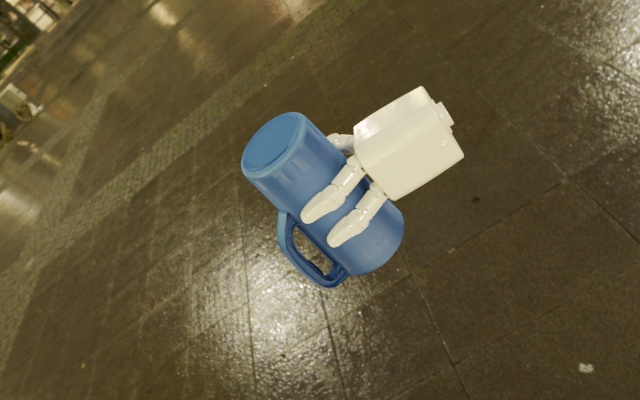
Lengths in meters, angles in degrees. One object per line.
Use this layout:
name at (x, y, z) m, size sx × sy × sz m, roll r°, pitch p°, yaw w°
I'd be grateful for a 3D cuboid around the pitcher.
pitcher at (0.000, 0.002, 0.667) m, size 0.145 × 0.149 × 0.243 m, roll -30°, pitch -51°, yaw 20°
